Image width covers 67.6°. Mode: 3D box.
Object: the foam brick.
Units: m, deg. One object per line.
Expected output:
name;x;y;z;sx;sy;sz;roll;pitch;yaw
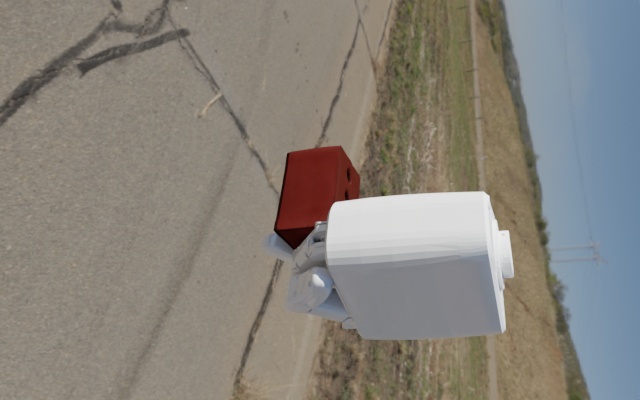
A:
foam brick;0.000;0.001;0.401;0.051;0.078;0.053;-8;-33;23
